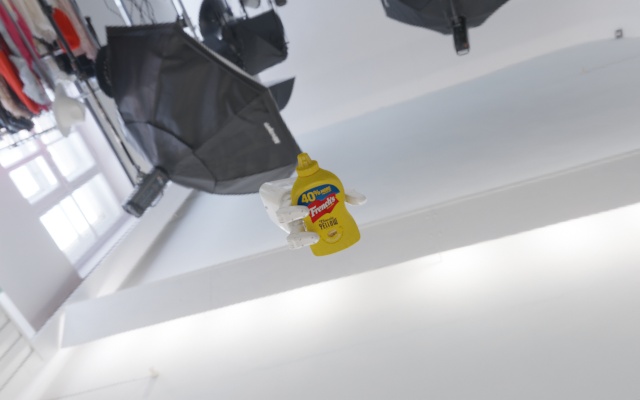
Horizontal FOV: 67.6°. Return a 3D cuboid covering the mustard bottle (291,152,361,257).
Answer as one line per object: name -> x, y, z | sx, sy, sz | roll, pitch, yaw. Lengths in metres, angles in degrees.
mustard bottle -> 0.000, 0.003, 0.856 | 0.096, 0.192, 0.058 | -20, 23, 2
